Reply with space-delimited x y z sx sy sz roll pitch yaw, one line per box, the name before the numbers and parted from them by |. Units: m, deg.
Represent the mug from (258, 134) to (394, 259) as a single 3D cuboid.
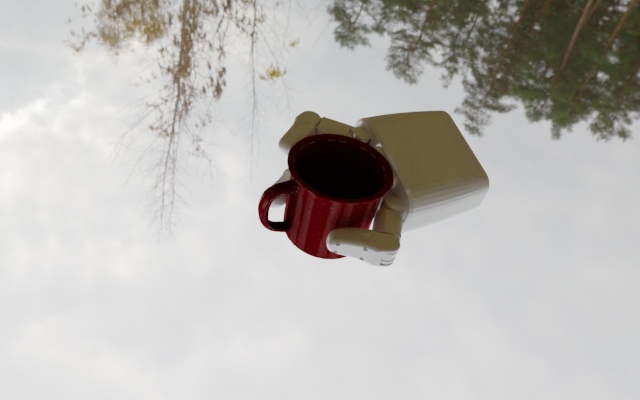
mug | -0.001 0.002 0.429 0.117 0.082 0.093 -13 48 -27
